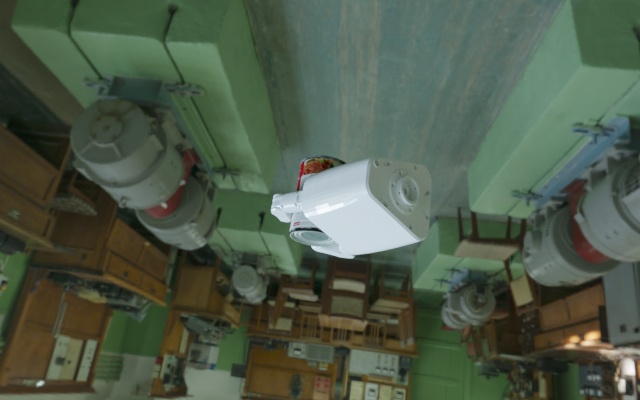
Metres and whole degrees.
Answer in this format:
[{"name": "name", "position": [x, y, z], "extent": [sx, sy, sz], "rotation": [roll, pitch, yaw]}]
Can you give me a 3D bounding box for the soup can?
[{"name": "soup can", "position": [0.000, 0.002, 0.620], "extent": [0.068, 0.102, 0.068], "rotation": [7, -21, 3]}]
